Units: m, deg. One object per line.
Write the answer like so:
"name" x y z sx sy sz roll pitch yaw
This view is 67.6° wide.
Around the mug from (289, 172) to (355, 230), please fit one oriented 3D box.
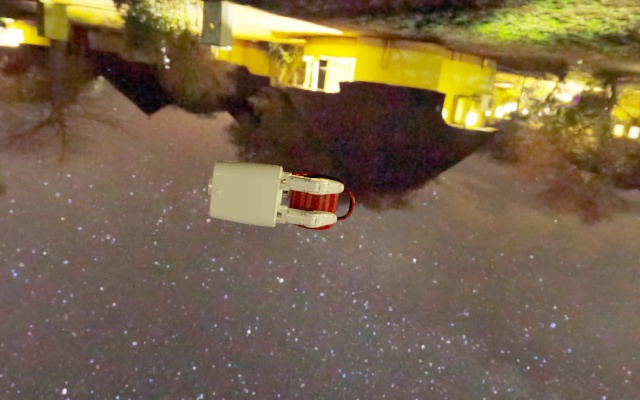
"mug" 0.002 0.003 0.825 0.117 0.081 0.093 8 14 -3
